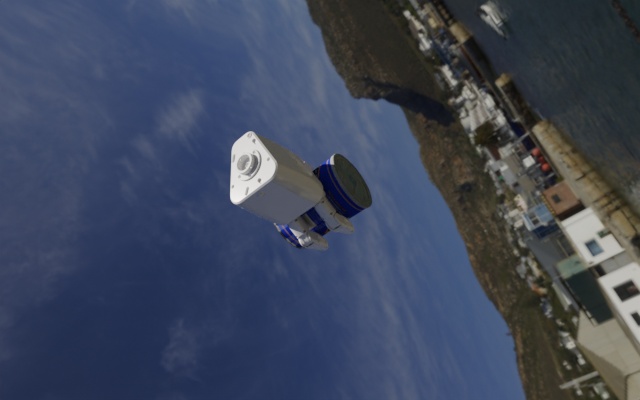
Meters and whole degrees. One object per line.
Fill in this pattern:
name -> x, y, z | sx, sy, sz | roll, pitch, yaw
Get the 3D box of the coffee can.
coffee can -> 0.000, 0.003, 0.799 | 0.140, 0.102, 0.103 | -34, -15, 22
